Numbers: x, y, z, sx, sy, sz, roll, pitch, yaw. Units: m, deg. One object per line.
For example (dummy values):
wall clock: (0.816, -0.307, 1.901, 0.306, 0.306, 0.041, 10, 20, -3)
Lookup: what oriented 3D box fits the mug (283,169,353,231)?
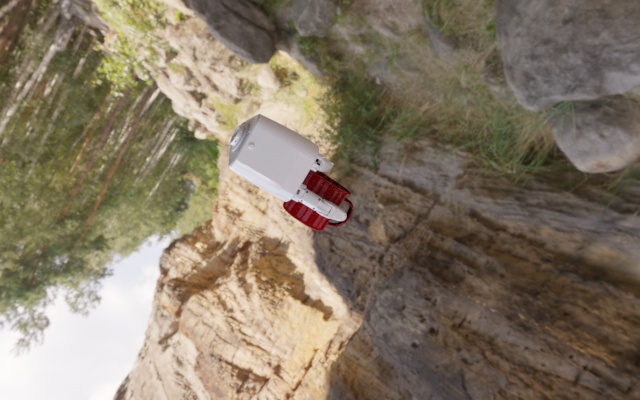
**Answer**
mug: (0.001, 0.003, 0.799, 0.117, 0.081, 0.093, 30, 7, -20)
